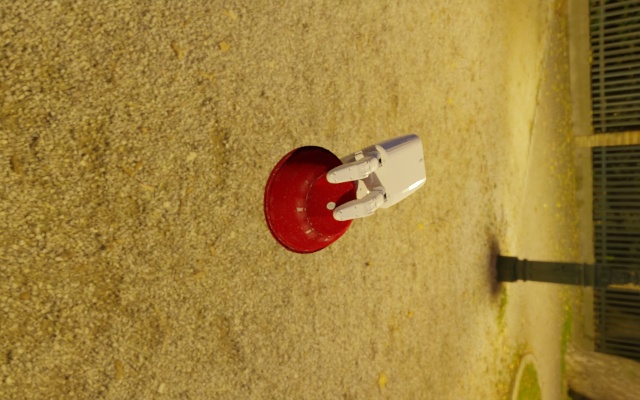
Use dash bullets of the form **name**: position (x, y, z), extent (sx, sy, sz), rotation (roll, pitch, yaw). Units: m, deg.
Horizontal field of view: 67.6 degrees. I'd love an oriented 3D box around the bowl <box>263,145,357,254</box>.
- **bowl**: position (-0.001, 0.003, 0.685), extent (0.162, 0.162, 0.055), rotation (0, 6, -37)
